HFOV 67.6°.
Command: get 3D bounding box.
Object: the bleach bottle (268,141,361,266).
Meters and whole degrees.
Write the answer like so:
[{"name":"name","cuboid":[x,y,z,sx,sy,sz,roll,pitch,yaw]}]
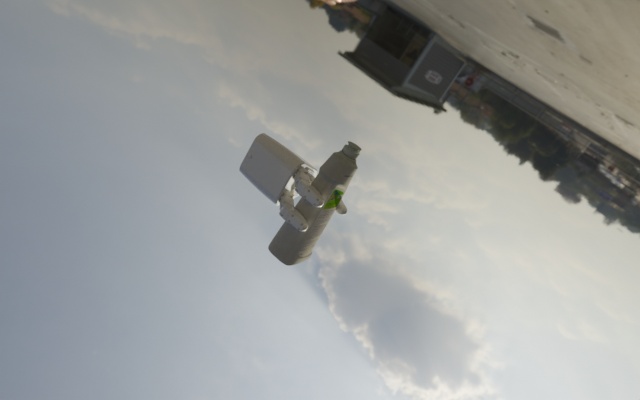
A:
[{"name":"bleach bottle","cuboid":[0.000,0.003,0.876,0.068,0.251,0.102,39,22,16]}]
